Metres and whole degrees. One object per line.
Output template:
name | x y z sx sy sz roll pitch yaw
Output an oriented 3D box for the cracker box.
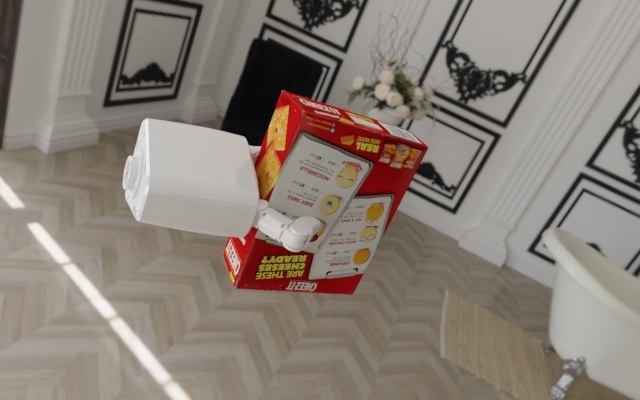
cracker box | 0.000 0.002 0.547 0.164 0.214 0.072 10 26 -31
